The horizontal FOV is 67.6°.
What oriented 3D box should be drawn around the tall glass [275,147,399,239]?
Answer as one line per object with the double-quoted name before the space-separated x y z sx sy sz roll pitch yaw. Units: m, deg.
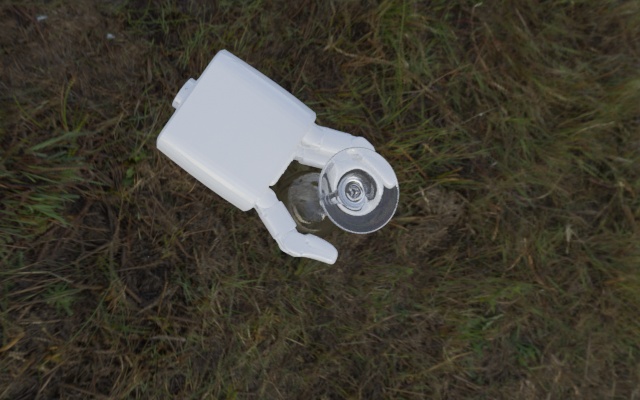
"tall glass" 0.000 0.002 0.495 0.079 0.079 0.201 0 -6 -20
